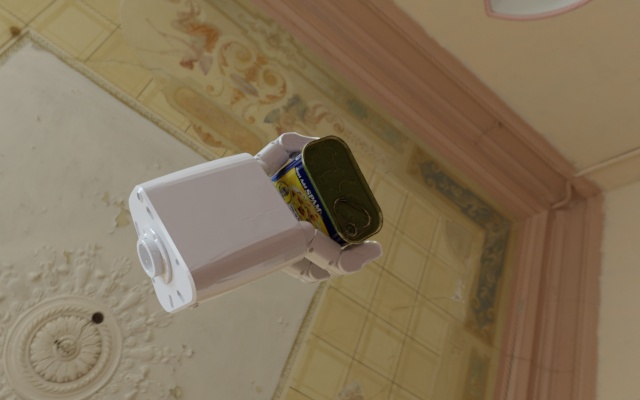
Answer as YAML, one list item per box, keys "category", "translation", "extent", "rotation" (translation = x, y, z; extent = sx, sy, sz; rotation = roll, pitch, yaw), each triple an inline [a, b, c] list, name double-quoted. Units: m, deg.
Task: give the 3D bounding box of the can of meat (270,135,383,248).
- category: "can of meat"
  translation: [0.000, 0.002, 0.466]
  extent: [0.057, 0.102, 0.084]
  rotation: [-25, -4, -38]
